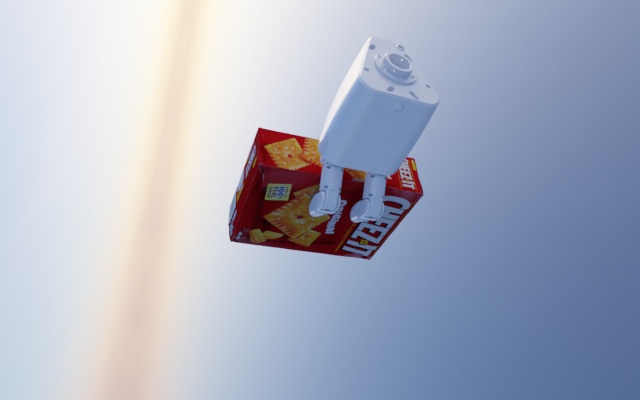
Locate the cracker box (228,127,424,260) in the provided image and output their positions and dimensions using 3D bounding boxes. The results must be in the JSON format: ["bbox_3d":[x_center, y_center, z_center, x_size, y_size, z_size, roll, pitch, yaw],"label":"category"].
[{"bbox_3d":[0.000,0.002,0.630,0.214,0.072,0.164,10,-40,-19],"label":"cracker box"}]
